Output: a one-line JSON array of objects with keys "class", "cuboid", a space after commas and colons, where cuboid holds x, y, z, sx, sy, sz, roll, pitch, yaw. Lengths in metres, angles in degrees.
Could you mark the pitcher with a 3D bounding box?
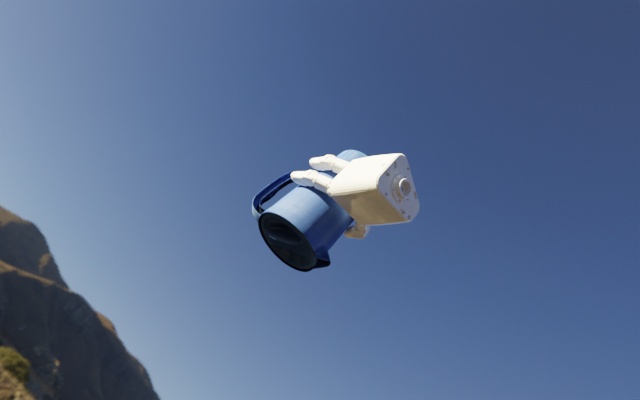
[{"class": "pitcher", "cuboid": [0.000, 0.003, 0.899, 0.145, 0.149, 0.242, -6, 31, 50]}]
